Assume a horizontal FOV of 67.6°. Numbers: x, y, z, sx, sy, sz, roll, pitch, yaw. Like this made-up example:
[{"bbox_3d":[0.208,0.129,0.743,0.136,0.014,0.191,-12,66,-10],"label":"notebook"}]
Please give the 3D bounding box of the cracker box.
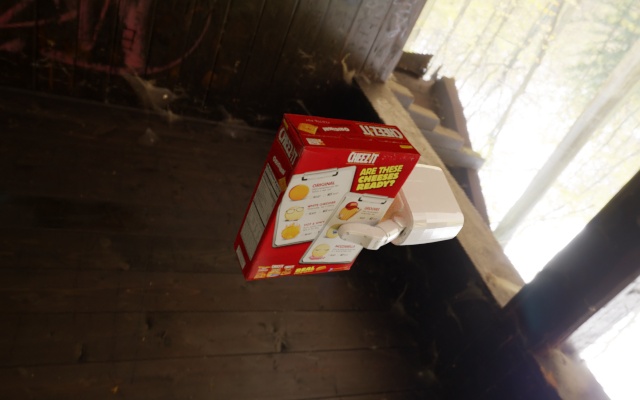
[{"bbox_3d":[0.000,0.002,0.597,0.164,0.214,0.072,0,43,-33],"label":"cracker box"}]
